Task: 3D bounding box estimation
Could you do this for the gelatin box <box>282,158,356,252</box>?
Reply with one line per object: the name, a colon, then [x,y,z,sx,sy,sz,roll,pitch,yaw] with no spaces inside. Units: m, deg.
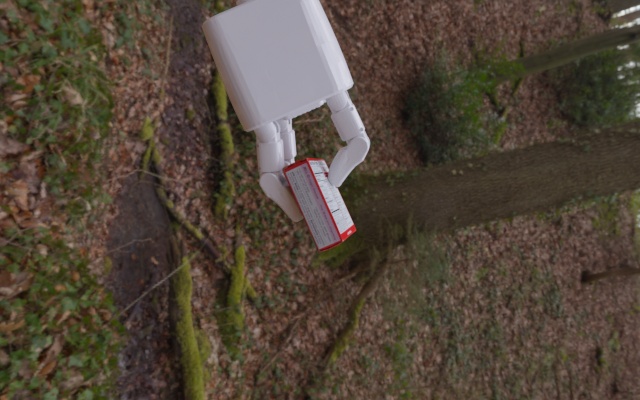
gelatin box: [0.001,0.002,0.483,0.030,0.089,0.073,-25,-1,14]
